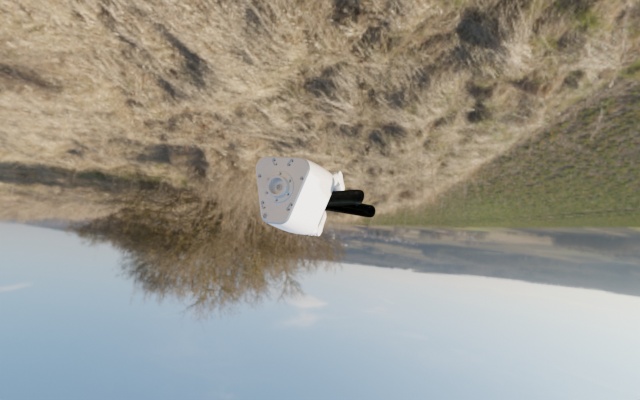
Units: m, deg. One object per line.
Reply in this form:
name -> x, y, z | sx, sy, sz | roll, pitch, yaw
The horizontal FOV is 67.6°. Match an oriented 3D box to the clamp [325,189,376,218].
clamp -> -0.001, 0.004, 0.896 | 0.210, 0.036, 0.164 | 3, -11, 21
